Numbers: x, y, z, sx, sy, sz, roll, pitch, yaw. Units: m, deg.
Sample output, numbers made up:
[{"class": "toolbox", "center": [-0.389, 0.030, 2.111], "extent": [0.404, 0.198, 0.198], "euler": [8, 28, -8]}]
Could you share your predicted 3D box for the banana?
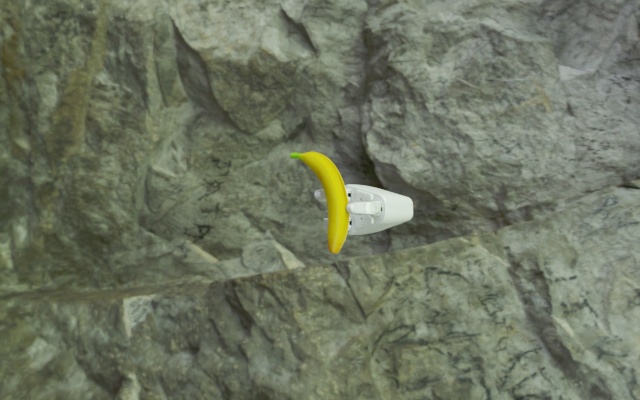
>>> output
[{"class": "banana", "center": [0.014, -0.008, 0.834], "extent": [0.069, 0.197, 0.037], "euler": [-28, -15, 23]}]
